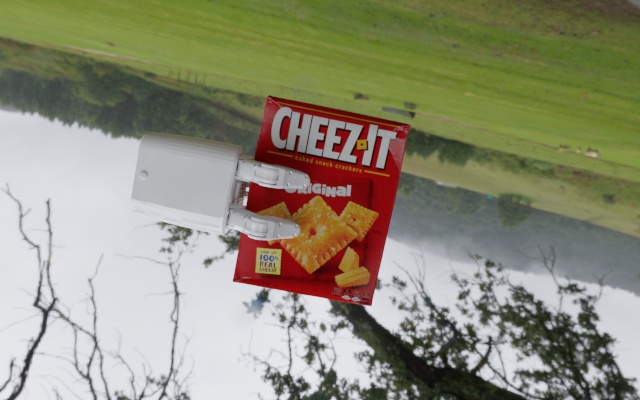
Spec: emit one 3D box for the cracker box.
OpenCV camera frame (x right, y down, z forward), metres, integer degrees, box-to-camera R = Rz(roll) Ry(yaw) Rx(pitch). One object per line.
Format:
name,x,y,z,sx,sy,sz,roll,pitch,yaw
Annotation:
cracker box,0.000,0.002,0.554,0.164,0.214,0.072,11,6,-1
